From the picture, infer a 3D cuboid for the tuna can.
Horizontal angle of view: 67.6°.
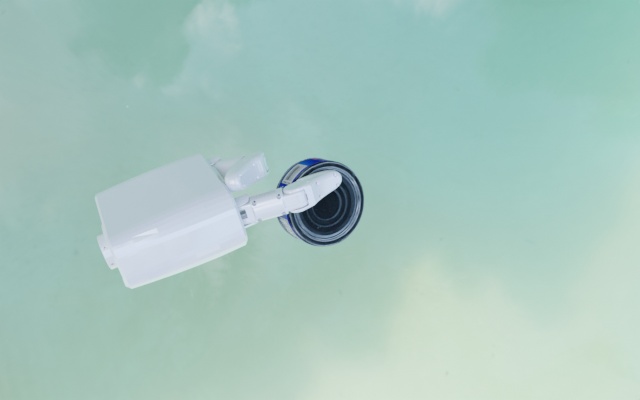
[{"bbox_3d":[0.000,0.002,0.472,0.086,0.086,0.033,0,8,-27],"label":"tuna can"}]
